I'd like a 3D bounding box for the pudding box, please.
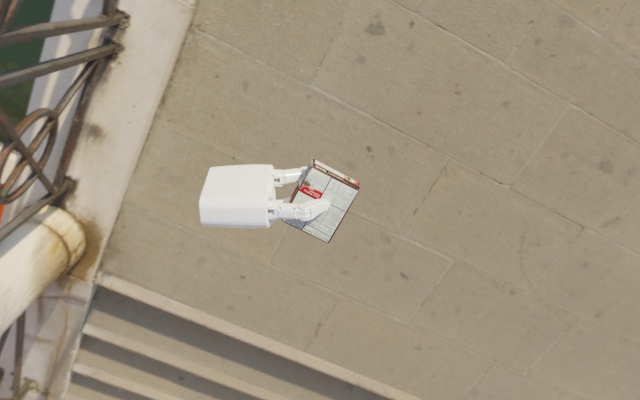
[{"bbox_3d":[0.000,0.003,0.779,0.090,0.113,0.039,26,22,-9],"label":"pudding box"}]
